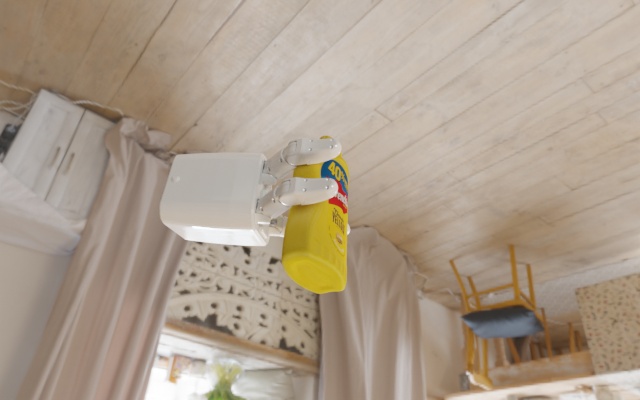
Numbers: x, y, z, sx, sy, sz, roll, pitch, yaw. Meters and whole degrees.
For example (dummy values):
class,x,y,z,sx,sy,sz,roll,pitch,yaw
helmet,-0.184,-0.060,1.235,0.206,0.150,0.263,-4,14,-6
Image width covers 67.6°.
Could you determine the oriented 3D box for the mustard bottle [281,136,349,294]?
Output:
class,x,y,z,sx,sy,sz,roll,pitch,yaw
mustard bottle,0.000,0.002,0.549,0.058,0.191,0.096,-13,-38,23
